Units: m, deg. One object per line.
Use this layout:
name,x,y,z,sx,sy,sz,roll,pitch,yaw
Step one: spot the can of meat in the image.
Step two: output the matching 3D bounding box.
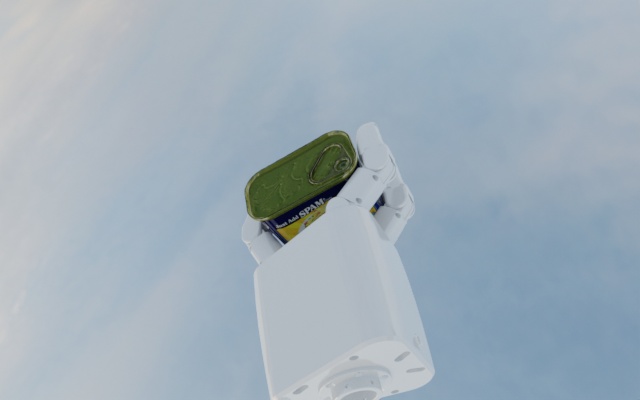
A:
can of meat,0.000,0.002,0.417,0.102,0.057,0.084,-28,-45,11
